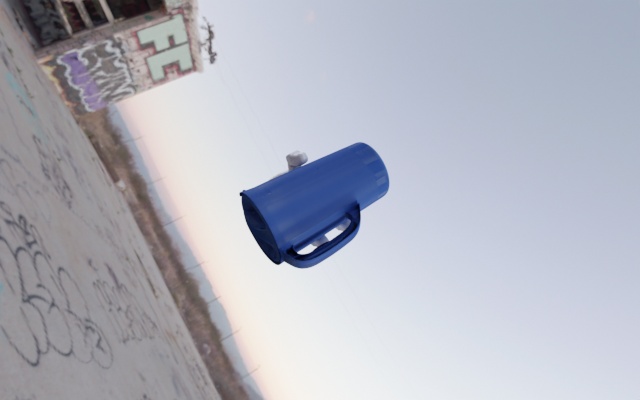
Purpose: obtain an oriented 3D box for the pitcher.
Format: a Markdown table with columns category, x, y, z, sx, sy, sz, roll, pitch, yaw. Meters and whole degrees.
| category | x | y | z | sx | sy | sz | roll | pitch | yaw |
| --- | --- | --- | --- | --- | --- | --- | --- | --- | --- |
| pitcher | 0.000 | 0.003 | 0.803 | 0.243 | 0.149 | 0.145 | -28 | 8 | -20 |
